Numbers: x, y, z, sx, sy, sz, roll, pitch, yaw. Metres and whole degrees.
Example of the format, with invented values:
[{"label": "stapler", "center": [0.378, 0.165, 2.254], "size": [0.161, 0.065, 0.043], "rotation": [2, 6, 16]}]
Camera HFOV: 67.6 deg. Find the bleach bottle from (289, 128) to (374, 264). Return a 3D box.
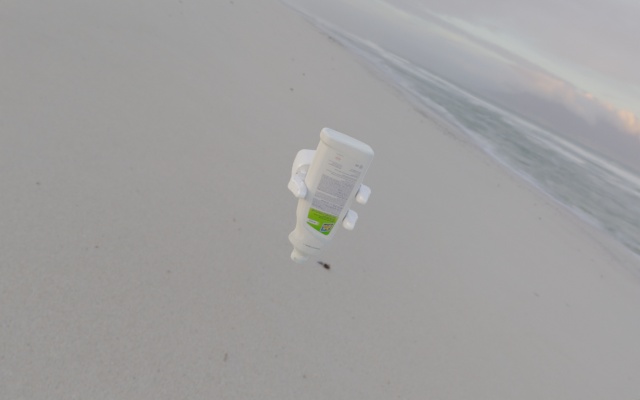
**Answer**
[{"label": "bleach bottle", "center": [0.000, 0.003, 0.864], "size": [0.102, 0.251, 0.068], "rotation": [21, 20, -12]}]
